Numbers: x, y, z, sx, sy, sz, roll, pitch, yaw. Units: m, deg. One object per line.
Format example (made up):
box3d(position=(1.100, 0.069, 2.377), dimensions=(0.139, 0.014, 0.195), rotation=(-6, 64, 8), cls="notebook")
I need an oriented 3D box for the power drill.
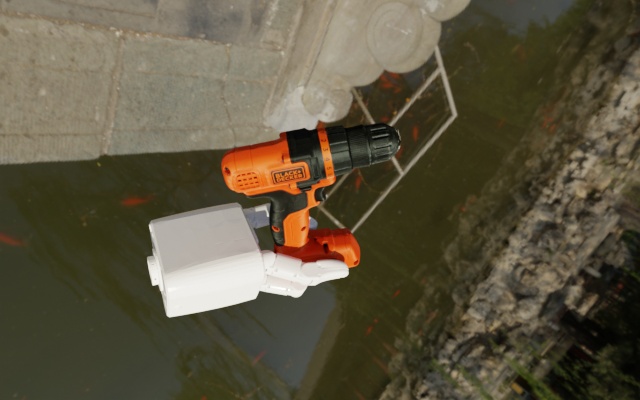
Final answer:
box3d(position=(0.000, 0.002, 0.536), dimensions=(0.184, 0.188, 0.057), rotation=(-10, 42, 1), cls="power drill")
